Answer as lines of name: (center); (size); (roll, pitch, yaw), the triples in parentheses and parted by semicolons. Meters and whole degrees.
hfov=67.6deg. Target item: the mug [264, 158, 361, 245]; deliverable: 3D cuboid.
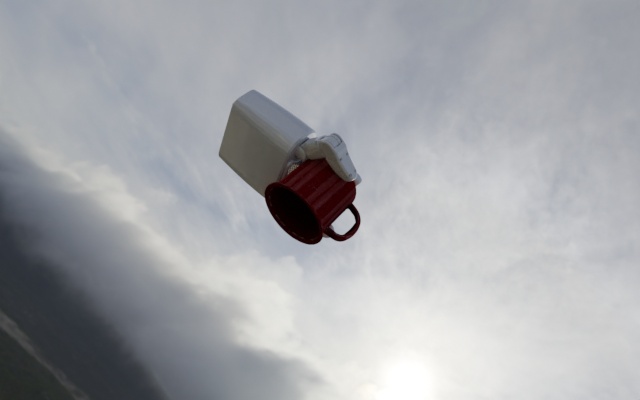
mug: (0.001, 0.003, 0.595); (0.081, 0.117, 0.093); (-43, -16, -32)
